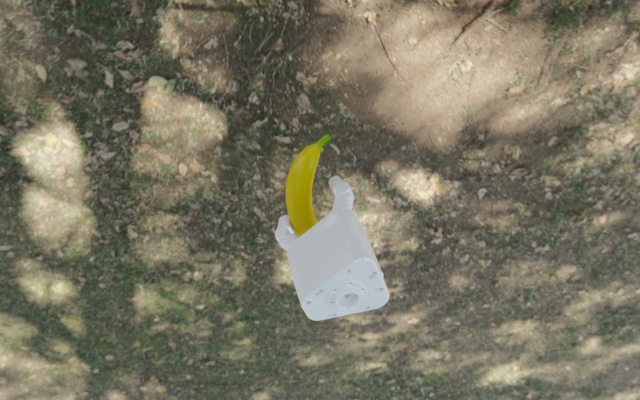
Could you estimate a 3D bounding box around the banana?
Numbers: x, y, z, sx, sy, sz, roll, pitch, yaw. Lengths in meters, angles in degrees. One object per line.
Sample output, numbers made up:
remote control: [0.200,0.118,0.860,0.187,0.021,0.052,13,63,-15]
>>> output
banana: [-0.018,0.001,0.706,0.069,0.198,0.037,-6,32,-15]
